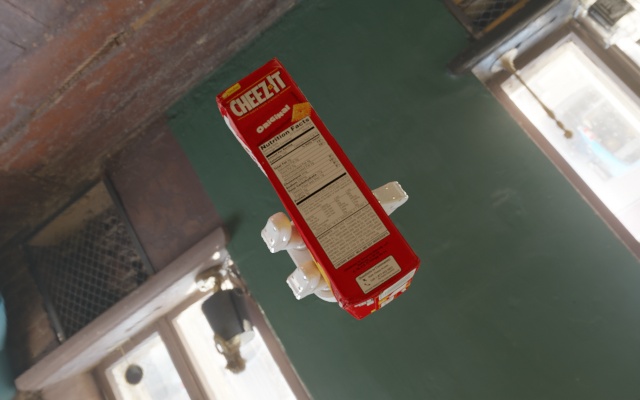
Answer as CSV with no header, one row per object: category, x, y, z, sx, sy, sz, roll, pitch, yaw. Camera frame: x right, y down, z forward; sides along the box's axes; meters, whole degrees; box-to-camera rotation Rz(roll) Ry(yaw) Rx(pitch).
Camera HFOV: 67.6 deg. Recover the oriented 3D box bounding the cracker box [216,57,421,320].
cracker box,0.000,0.002,0.448,0.072,0.213,0.164,-33,-17,-3
